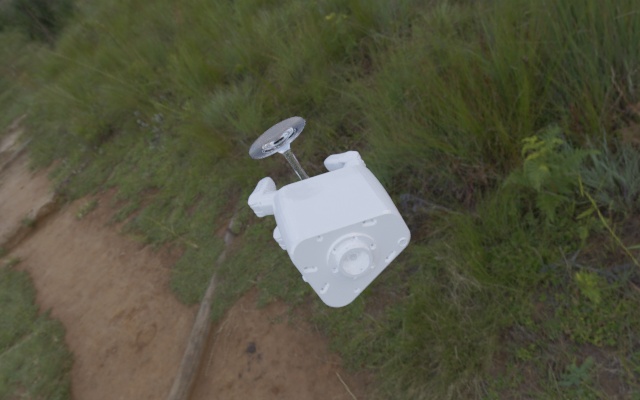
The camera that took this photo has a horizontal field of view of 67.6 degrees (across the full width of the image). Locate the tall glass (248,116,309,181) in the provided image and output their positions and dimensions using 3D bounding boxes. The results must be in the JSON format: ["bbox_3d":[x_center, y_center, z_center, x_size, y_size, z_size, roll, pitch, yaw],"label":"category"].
[{"bbox_3d":[0.000,0.001,0.577,0.079,0.201,0.079,-26,29,16],"label":"tall glass"}]
